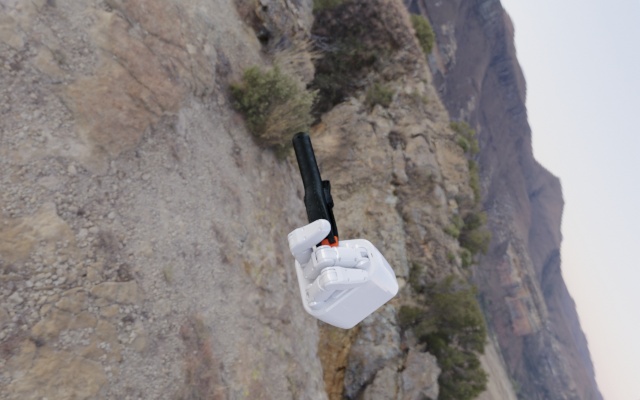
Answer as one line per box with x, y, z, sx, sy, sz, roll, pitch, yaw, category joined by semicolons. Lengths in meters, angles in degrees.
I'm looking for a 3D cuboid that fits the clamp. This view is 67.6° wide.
0.001;0.002;0.652;0.039;0.171;0.120;-19;-32;15;clamp
